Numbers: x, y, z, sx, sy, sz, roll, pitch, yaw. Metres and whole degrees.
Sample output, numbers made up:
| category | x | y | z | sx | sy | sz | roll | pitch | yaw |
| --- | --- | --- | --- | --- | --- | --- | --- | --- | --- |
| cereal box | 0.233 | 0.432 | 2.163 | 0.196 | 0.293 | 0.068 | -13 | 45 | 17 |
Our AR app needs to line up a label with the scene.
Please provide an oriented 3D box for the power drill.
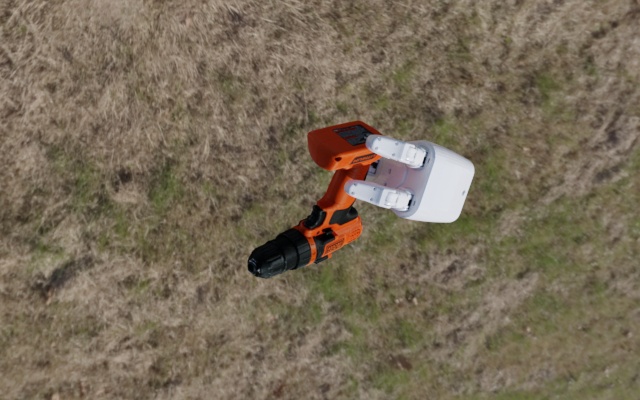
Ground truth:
| category | x | y | z | sx | sy | sz | roll | pitch | yaw |
| --- | --- | --- | --- | --- | --- | --- | --- | --- | --- |
| power drill | 0.000 | 0.002 | 0.579 | 0.184 | 0.188 | 0.057 | -22 | 53 | -43 |
